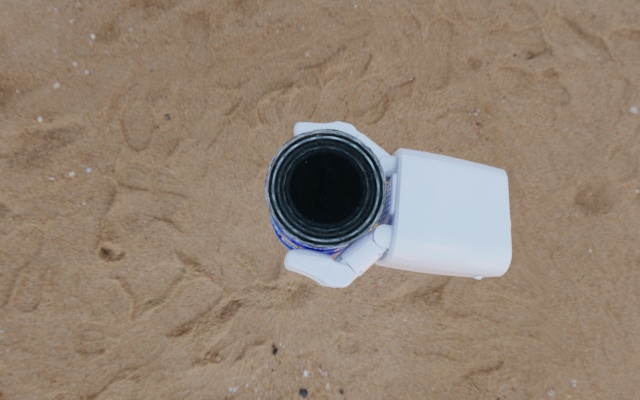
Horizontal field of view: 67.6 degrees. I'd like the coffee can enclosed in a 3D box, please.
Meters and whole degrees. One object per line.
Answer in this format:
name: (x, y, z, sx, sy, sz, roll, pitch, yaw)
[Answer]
coffee can: (0.000, 0.001, 0.465, 0.103, 0.102, 0.140, 0, -10, -4)
